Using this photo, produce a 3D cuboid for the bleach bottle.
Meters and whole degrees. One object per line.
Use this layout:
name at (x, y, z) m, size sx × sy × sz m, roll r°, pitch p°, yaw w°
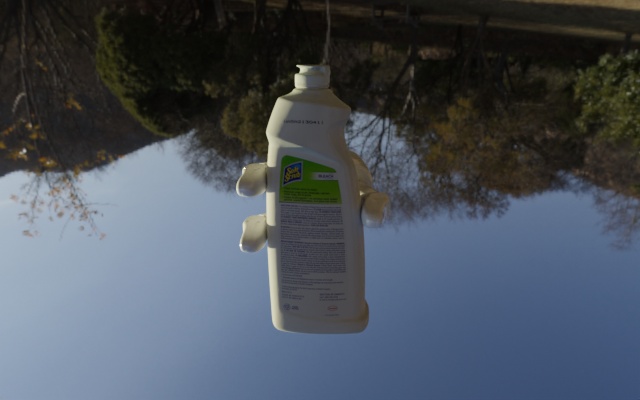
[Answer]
bleach bottle at (0.000, 0.002, 0.455) m, size 0.102 × 0.251 × 0.068 m, roll 1°, pitch 17°, yaw 0°
